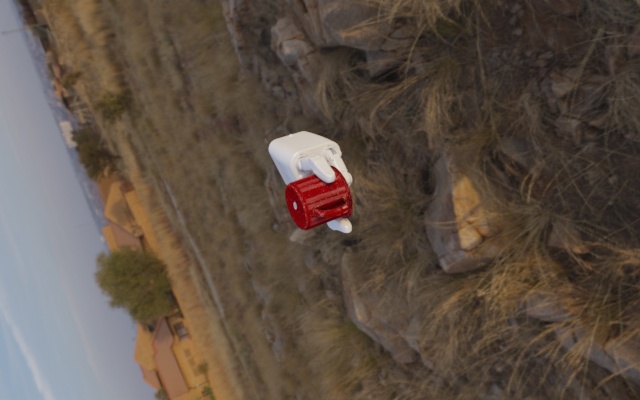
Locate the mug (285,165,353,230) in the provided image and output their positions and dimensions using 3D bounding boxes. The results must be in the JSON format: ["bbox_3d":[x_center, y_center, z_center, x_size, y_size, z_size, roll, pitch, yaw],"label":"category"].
[{"bbox_3d":[0.001,0.003,0.768,0.081,0.093,0.117,-20,28,-22],"label":"mug"}]
